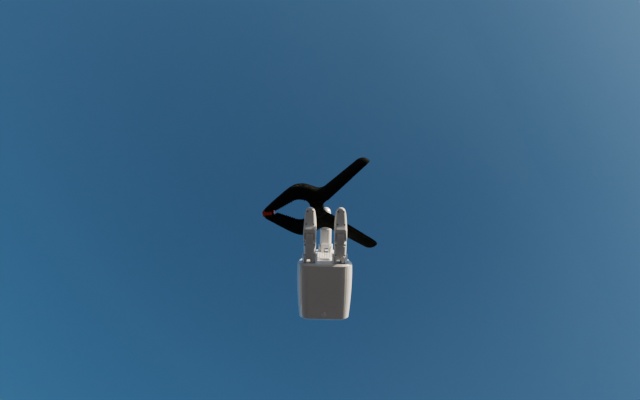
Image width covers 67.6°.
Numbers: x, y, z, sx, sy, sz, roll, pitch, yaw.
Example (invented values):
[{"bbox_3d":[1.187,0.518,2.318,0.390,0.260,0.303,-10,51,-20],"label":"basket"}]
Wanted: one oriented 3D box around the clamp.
[{"bbox_3d":[0.000,0.003,0.870,0.210,0.164,0.036,1,6,2],"label":"clamp"}]
